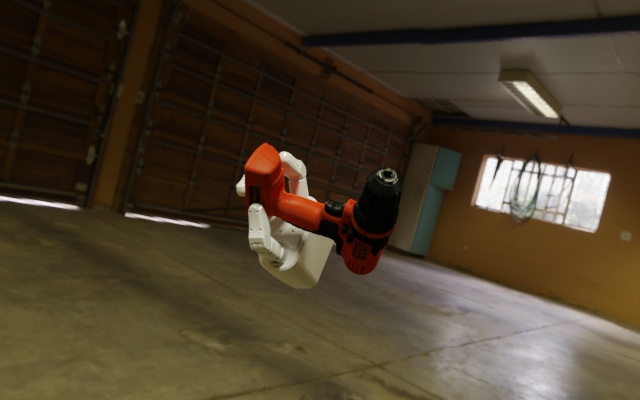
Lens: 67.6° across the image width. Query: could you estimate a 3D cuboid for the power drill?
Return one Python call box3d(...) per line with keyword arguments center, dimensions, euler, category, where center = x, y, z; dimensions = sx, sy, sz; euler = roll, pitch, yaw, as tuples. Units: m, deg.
box3d(center=(0.000, 0.002, 0.575), dimensions=(0.187, 0.057, 0.185), euler=(26, -38, 13), category="power drill")
